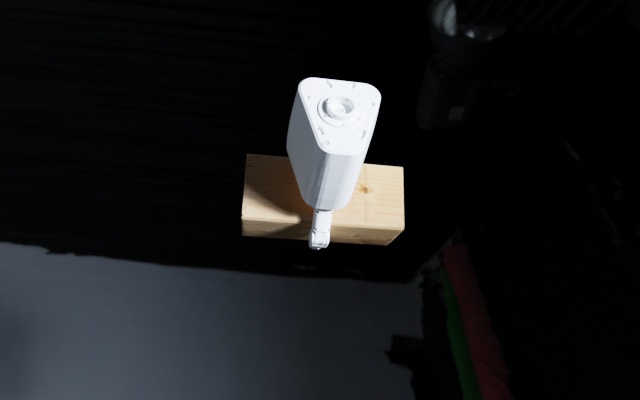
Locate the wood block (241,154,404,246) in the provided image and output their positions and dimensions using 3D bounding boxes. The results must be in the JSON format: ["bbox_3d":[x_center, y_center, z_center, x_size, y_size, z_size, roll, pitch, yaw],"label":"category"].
[{"bbox_3d":[0.000,0.002,0.648,0.206,0.090,0.090,5,-20,-7],"label":"wood block"}]
